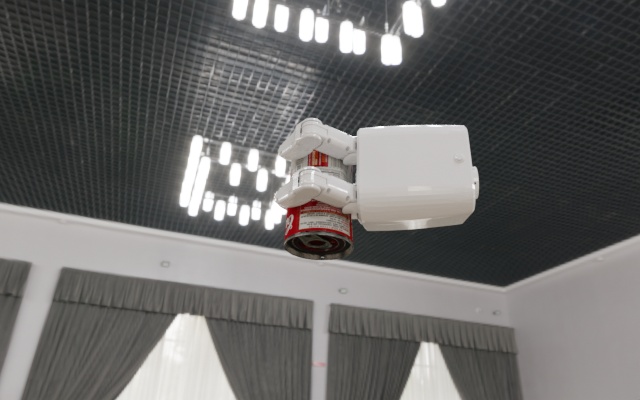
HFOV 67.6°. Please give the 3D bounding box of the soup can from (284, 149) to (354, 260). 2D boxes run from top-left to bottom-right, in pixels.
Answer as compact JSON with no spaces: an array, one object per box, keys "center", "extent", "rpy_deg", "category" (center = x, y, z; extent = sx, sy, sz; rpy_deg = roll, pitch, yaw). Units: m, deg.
[{"center":[0.000,0.001,0.488],"extent":[0.068,0.102,0.068],"rpy_deg":[2,-27,1],"category":"soup can"}]
